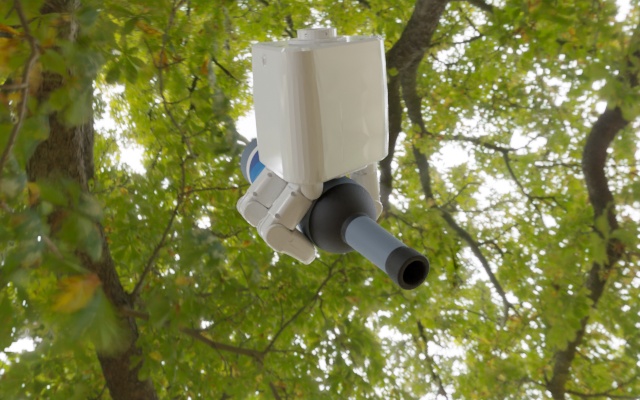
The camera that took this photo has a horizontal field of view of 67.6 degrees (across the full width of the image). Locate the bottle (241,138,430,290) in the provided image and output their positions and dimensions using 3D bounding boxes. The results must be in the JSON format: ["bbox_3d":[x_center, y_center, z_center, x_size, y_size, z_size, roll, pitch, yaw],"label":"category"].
[{"bbox_3d":[0.000,0.001,0.450,0.069,0.069,0.295,0,19,-28],"label":"bottle"}]
